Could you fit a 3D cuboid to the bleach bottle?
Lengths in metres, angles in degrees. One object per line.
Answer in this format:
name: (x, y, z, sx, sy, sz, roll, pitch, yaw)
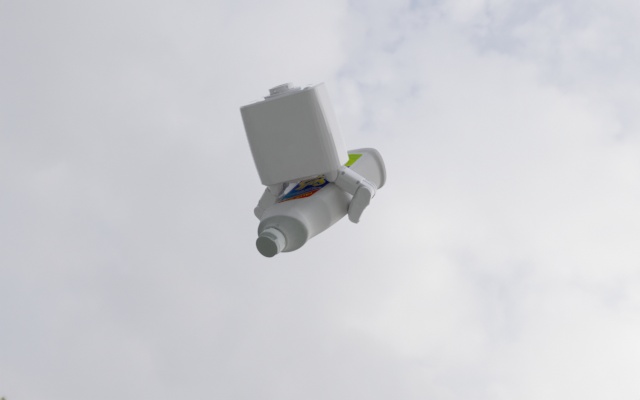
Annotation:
bleach bottle: (0.000, 0.002, 0.633, 0.102, 0.068, 0.250, -7, 20, 30)
